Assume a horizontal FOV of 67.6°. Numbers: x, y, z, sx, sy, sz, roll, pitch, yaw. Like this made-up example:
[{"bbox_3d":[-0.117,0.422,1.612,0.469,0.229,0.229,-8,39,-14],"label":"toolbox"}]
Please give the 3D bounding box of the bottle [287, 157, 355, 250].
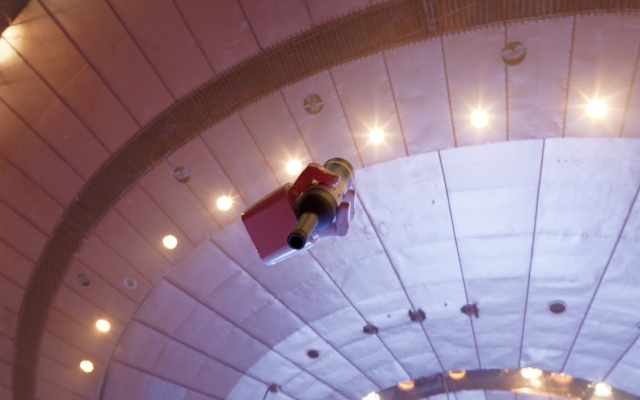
[{"bbox_3d":[0.000,0.002,0.803,0.069,0.069,0.295,0,22,15],"label":"bottle"}]
